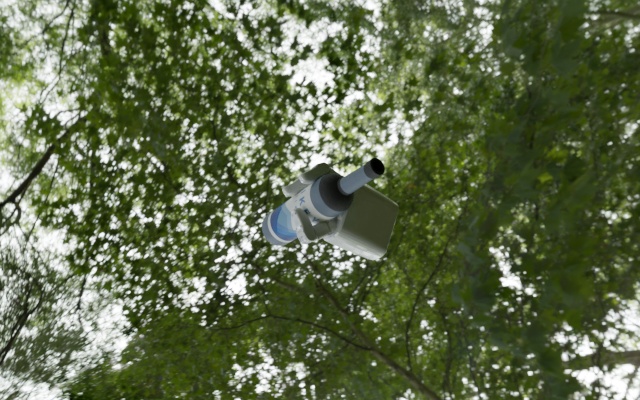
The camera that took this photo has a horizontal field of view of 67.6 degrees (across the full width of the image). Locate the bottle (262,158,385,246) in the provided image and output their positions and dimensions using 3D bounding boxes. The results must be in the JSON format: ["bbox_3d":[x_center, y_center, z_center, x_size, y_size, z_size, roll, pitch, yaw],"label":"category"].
[{"bbox_3d":[0.000,0.003,0.793,0.069,0.069,0.296,0,-21,-37],"label":"bottle"}]
